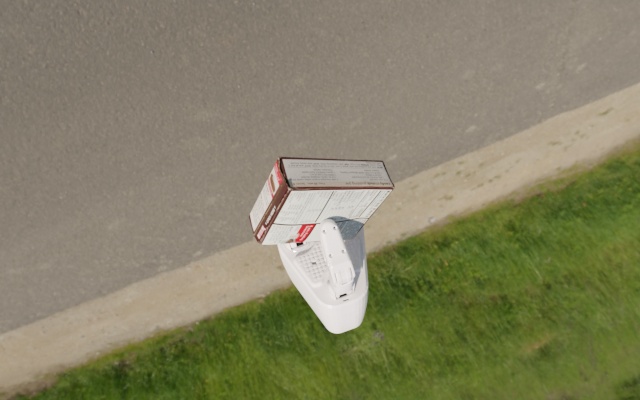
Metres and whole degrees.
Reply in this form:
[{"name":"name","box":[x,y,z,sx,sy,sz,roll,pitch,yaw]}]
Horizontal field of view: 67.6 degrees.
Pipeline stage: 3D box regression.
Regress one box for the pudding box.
[{"name":"pudding box","box":[0.000,0.002,0.450,0.113,0.039,0.090,-2,-36,-31]}]
